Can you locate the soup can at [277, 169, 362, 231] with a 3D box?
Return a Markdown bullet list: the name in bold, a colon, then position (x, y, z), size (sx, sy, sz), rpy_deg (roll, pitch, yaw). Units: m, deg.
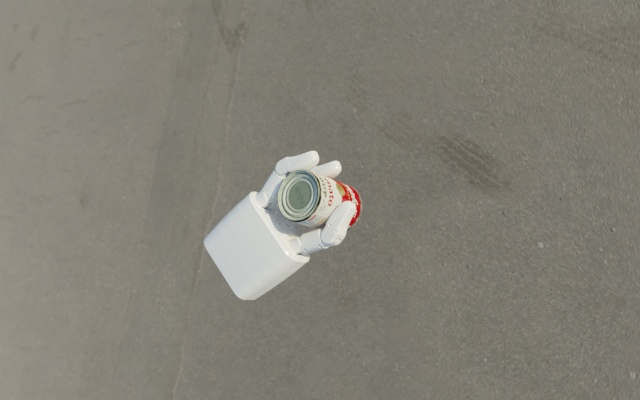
- **soup can**: position (0.000, 0.002, 0.623), size (0.068, 0.068, 0.102), rpy_deg (0, -10, 35)
